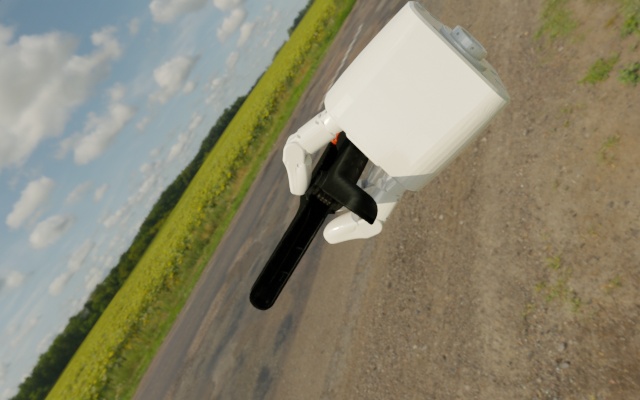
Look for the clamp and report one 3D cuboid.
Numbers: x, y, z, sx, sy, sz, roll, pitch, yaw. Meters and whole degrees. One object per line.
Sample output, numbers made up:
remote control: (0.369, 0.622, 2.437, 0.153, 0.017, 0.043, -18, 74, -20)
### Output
clamp: (0.000, 0.001, 0.462, 0.036, 0.165, 0.209, 36, 31, -14)
